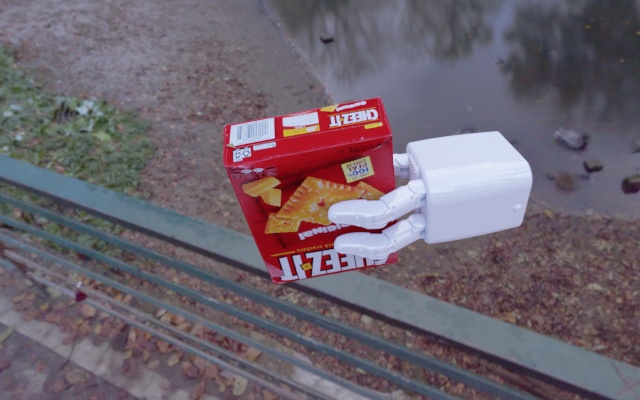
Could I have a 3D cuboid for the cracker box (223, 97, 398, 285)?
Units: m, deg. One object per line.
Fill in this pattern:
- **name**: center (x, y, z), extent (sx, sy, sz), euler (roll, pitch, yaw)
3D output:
- **cracker box**: center (0.000, 0.002, 0.537), extent (0.164, 0.072, 0.214), euler (-10, -43, 2)
